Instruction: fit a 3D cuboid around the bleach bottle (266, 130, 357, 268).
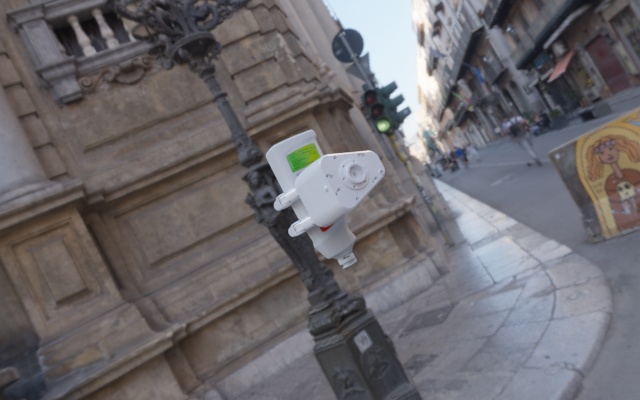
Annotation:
[{"bbox_3d":[0.000,0.003,0.873,0.102,0.251,0.068,-27,-4,-26],"label":"bleach bottle"}]
